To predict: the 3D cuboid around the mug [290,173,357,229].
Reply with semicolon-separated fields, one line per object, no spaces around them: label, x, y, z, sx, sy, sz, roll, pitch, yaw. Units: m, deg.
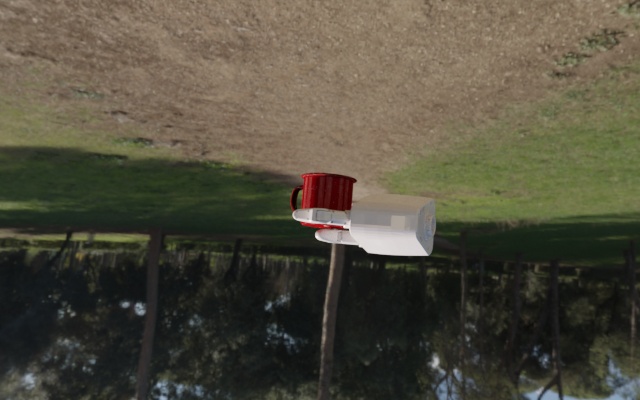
mug;-0.001;0.003;0.789;0.117;0.081;0.093;2;-7;29
